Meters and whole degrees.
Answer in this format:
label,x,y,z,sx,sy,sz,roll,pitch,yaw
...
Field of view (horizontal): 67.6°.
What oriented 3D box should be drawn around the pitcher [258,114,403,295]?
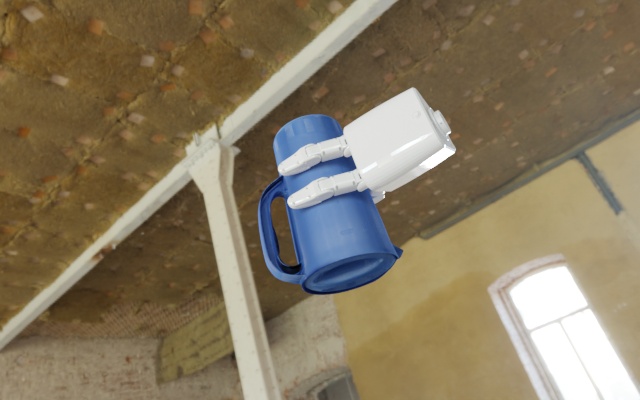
label,x,y,z,sx,sy,sz,roll,pitch,yaw
pitcher,0.000,0.002,0.673,0.145,0.242,0.149,-30,-30,22
